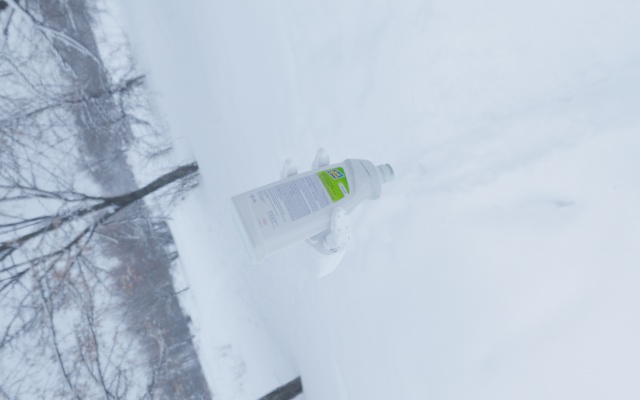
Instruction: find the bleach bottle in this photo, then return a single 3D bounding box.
[{"bbox_3d":[0.000,0.002,0.706,0.251,0.102,0.068,-20,-23,-18],"label":"bleach bottle"}]
